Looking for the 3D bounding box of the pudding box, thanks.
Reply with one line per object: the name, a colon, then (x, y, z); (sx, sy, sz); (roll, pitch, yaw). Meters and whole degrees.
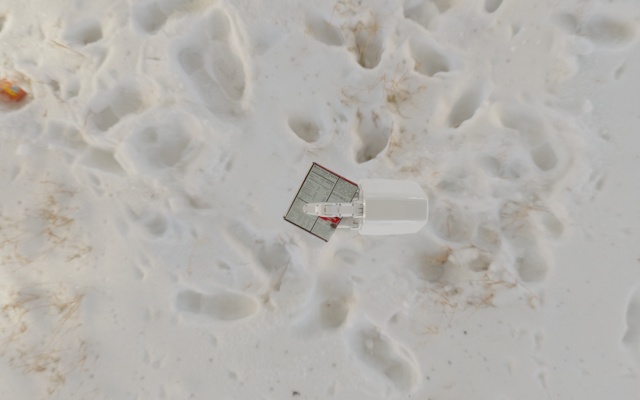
pudding box: (0.000, 0.003, 0.818); (0.090, 0.113, 0.039); (28, 1, -5)
